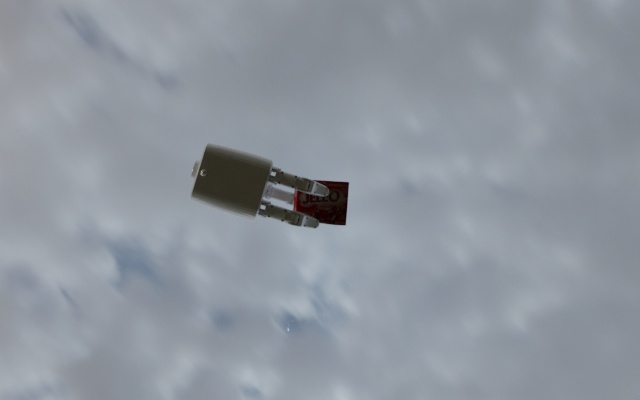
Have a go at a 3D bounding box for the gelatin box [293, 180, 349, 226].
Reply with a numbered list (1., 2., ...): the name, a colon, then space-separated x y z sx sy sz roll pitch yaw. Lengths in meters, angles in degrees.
1. gelatin box: 0.000 0.003 0.790 0.089 0.073 0.030 4 2 -15
